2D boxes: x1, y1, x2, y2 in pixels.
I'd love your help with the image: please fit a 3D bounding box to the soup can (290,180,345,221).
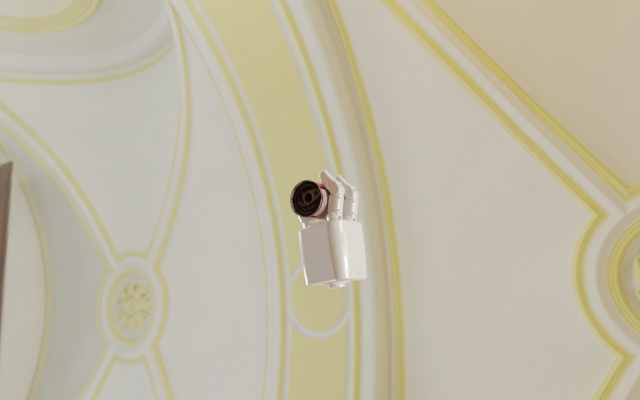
[{"bbox_3d":[0.000,0.002,0.893,0.068,0.068,0.102,0,-7,32],"label":"soup can"}]
